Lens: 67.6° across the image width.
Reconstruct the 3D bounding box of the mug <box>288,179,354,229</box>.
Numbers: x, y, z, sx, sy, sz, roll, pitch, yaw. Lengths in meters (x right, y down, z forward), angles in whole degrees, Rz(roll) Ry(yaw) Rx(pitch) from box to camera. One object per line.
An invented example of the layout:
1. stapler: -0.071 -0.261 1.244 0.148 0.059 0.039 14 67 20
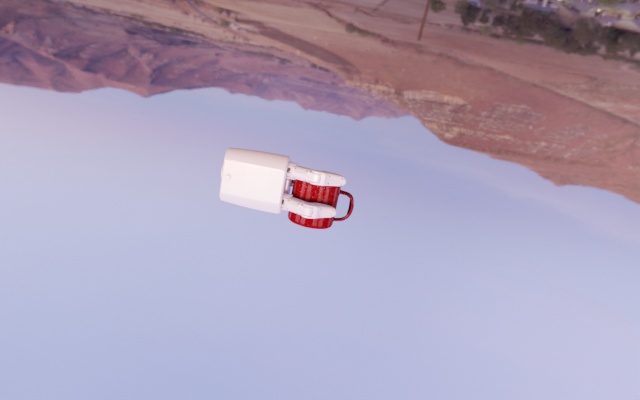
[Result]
1. mug: 0.002 0.003 0.837 0.117 0.081 0.093 12 13 2
